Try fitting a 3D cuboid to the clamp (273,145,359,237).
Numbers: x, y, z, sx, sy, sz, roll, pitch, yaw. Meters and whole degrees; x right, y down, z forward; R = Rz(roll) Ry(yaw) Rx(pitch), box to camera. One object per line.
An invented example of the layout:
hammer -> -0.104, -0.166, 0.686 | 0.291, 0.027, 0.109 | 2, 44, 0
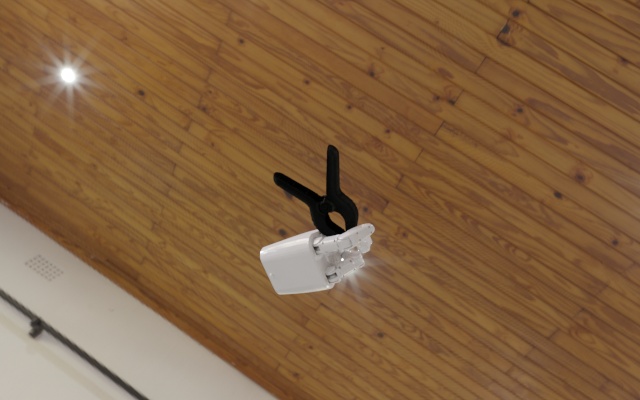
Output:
clamp -> 0.000, 0.002, 0.776 | 0.120, 0.171, 0.039 | -13, 18, 28
